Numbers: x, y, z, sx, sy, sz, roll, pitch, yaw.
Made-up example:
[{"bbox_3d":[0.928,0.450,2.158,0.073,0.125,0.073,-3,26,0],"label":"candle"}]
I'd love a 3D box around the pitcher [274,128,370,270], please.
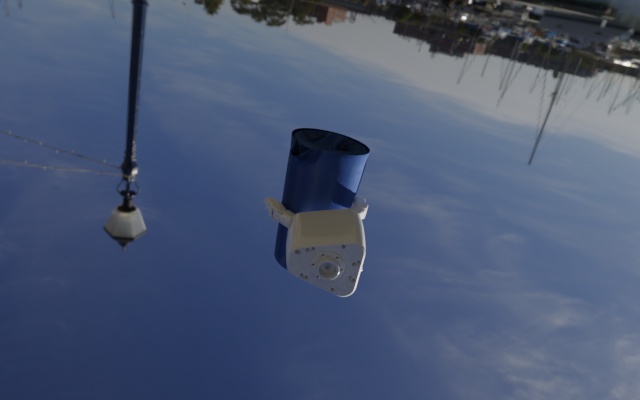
[{"bbox_3d":[0.000,0.003,0.840,0.149,0.243,0.145,10,22,-8],"label":"pitcher"}]
